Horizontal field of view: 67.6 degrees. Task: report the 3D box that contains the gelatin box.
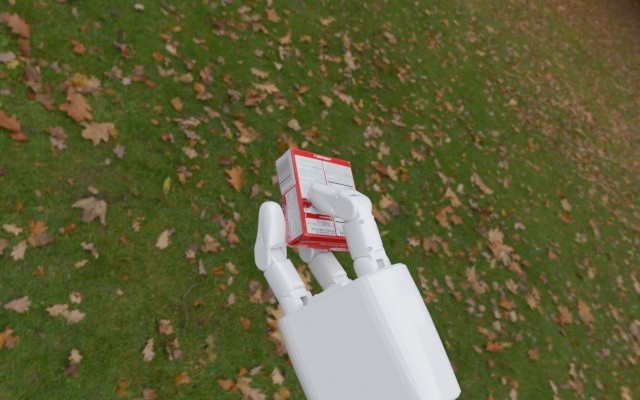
[{"bbox_3d":[0.000,0.001,0.443,0.073,0.089,0.030,9,-30,-38],"label":"gelatin box"}]
